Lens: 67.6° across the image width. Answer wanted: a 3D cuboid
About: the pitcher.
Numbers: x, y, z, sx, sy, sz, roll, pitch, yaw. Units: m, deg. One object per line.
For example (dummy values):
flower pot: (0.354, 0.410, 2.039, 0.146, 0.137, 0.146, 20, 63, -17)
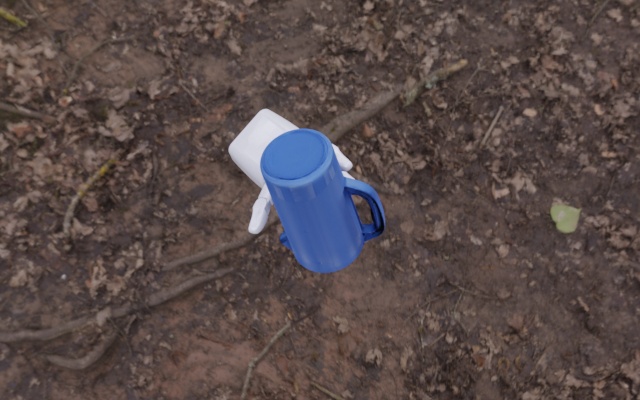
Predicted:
pitcher: (0.000, 0.002, 0.758, 0.145, 0.149, 0.243, 39, -18, 33)
